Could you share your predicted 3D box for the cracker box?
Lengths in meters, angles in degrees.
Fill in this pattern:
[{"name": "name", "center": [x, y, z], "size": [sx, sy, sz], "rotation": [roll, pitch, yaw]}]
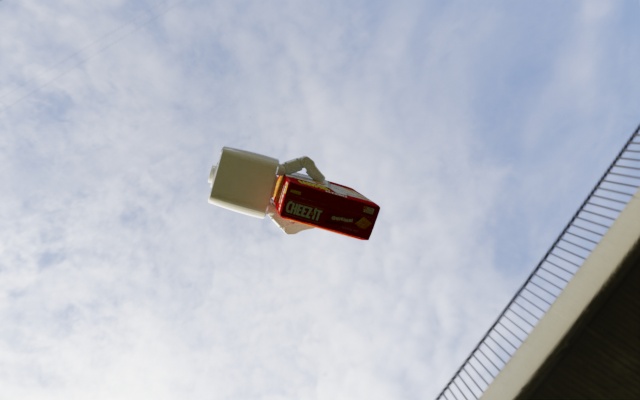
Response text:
[{"name": "cracker box", "center": [0.000, 0.003, 0.894], "size": [0.164, 0.072, 0.213], "rotation": [15, 7, -11]}]
